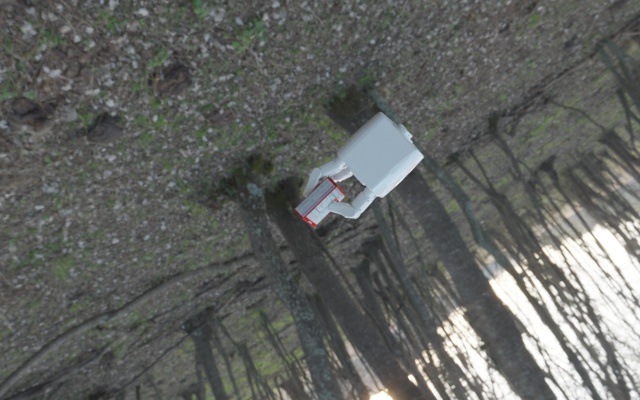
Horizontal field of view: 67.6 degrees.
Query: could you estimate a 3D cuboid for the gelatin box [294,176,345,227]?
[{"bbox_3d":[0.000,0.003,0.887,0.030,0.089,0.073,45,1,21],"label":"gelatin box"}]
